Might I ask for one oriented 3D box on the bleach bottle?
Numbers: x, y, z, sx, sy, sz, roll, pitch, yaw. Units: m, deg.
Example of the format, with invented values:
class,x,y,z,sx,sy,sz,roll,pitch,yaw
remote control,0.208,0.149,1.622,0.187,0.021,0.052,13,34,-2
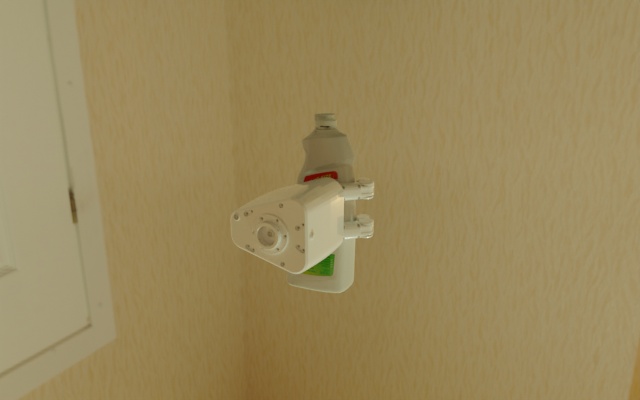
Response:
class,x,y,z,sx,sy,sz,roll,pitch,yaw
bleach bottle,0.000,0.002,0.688,0.102,0.251,0.068,6,16,24
